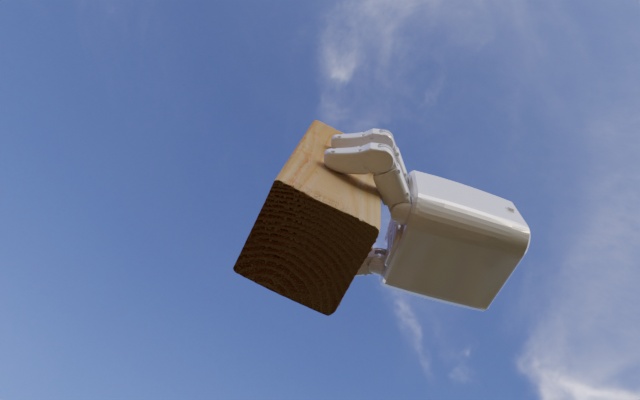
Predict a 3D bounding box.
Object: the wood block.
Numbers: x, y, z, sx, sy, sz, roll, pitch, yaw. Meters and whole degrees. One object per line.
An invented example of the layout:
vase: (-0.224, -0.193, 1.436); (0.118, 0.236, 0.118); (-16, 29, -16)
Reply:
wood block: (0.000, 0.002, 0.457); (0.090, 0.091, 0.206); (26, 22, -3)
